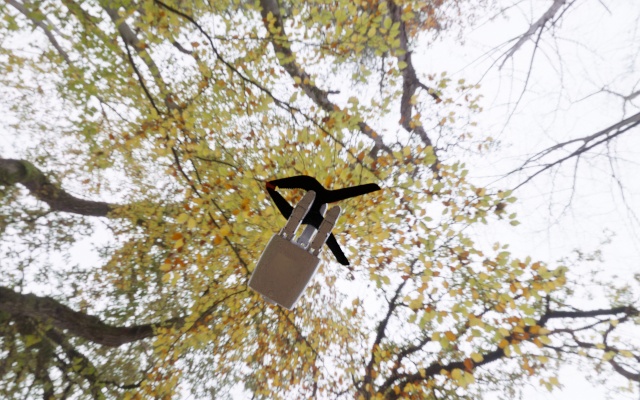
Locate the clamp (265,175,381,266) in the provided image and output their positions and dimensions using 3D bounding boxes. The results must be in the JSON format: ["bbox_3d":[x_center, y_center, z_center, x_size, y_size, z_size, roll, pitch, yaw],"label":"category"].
[{"bbox_3d":[0.000,0.003,0.894,0.210,0.164,0.036,30,-7,2],"label":"clamp"}]
